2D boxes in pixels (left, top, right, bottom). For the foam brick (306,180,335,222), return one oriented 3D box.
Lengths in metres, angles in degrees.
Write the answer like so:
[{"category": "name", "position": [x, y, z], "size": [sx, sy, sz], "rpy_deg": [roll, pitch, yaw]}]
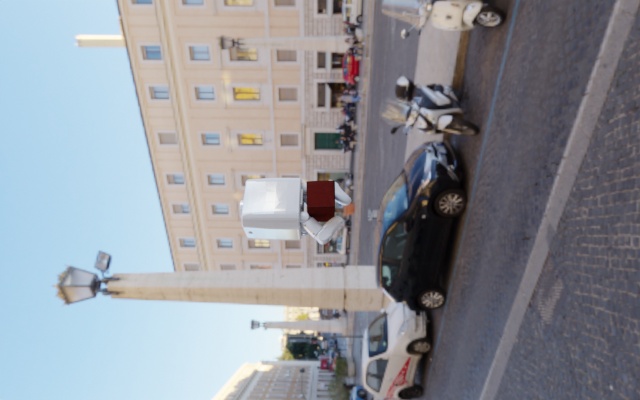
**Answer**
[{"category": "foam brick", "position": [0.000, 0.003, 0.873], "size": [0.051, 0.053, 0.078], "rpy_deg": [0, -23, -1]}]
